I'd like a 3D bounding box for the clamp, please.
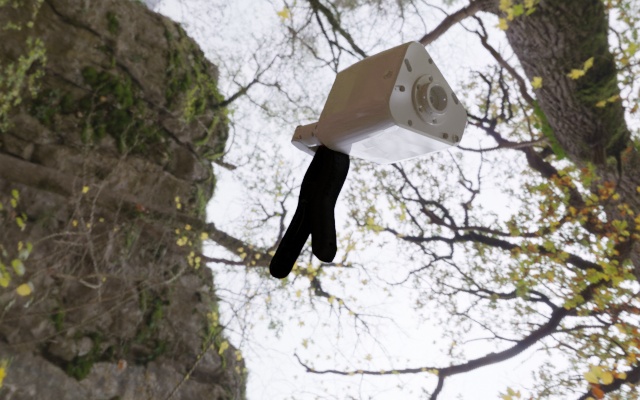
[{"bbox_3d":[0.001,0.002,0.508,0.039,0.171,0.120,26,-19,-27],"label":"clamp"}]
